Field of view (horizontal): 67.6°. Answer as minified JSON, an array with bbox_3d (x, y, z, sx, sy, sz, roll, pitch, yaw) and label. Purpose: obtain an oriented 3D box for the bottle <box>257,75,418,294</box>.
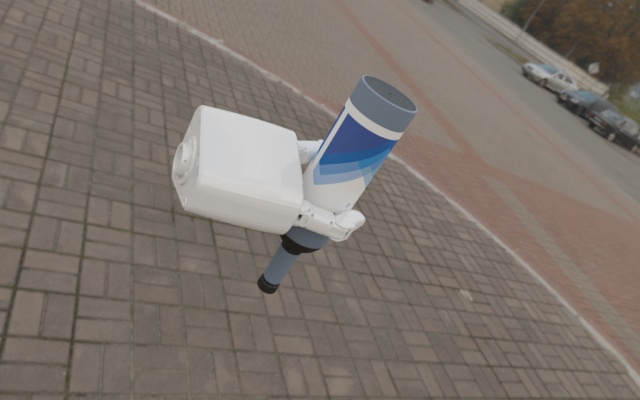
[{"bbox_3d":[0.000,0.002,0.547,0.069,0.296,0.069,24,30,-15],"label":"bottle"}]
